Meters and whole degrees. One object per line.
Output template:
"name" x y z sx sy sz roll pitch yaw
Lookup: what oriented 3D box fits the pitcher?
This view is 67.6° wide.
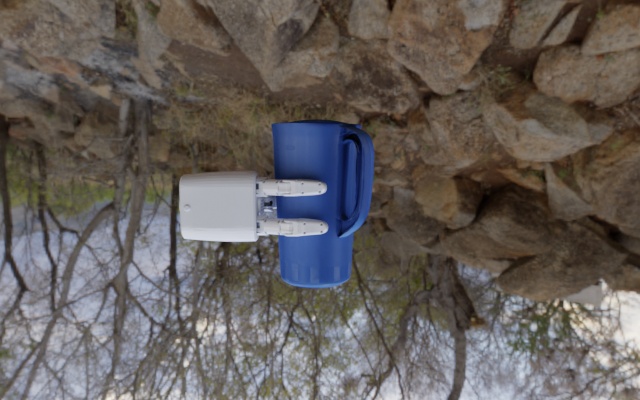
"pitcher" 0.000 0.002 0.709 0.145 0.243 0.149 0 6 1
